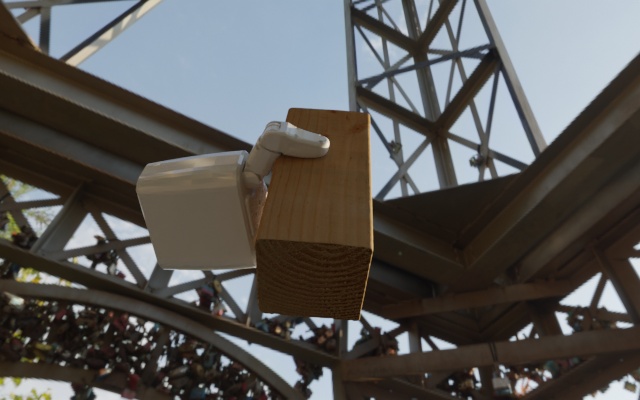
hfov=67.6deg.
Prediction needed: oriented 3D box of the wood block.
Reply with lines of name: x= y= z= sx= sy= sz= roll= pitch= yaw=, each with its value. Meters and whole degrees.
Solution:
wood block: x=0.000 y=0.001 z=0.459 sx=0.090 sy=0.091 sz=0.206 roll=5 pitch=40 yaw=1
